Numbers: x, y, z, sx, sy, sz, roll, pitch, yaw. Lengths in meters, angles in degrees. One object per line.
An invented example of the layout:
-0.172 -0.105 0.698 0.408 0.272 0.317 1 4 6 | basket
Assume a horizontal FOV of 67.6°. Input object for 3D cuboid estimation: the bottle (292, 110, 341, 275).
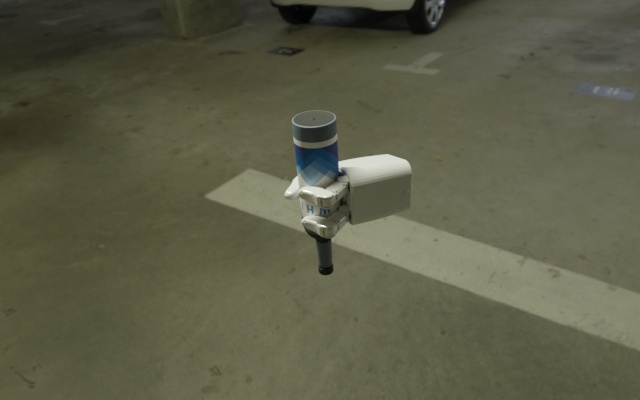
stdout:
0.000 0.002 0.788 0.069 0.296 0.069 -3 32 2 | bottle
